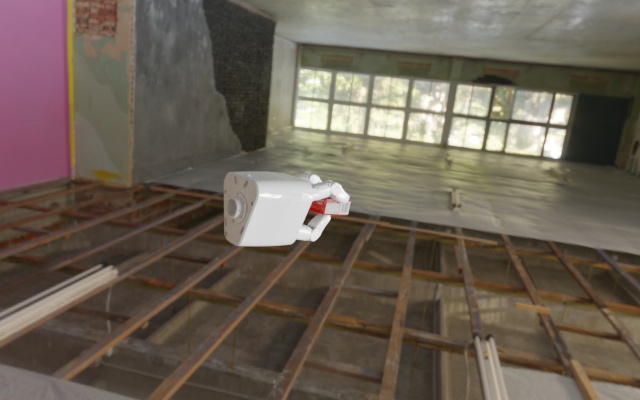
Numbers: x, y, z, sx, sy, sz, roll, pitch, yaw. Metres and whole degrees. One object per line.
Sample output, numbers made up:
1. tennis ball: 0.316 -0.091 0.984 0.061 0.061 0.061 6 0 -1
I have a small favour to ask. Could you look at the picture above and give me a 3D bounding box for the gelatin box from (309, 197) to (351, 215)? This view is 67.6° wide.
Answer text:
1. gelatin box: 0.000 0.003 0.839 0.073 0.030 0.089 17 7 31
